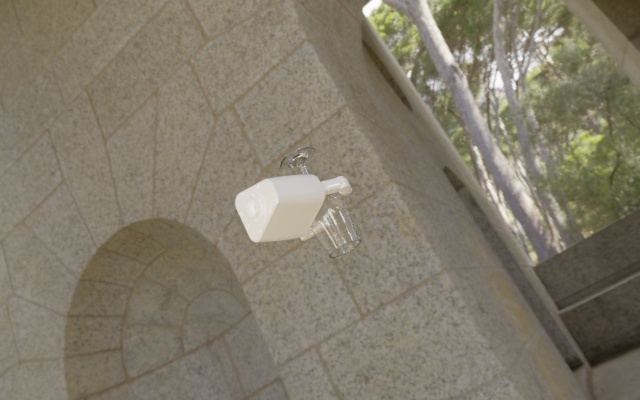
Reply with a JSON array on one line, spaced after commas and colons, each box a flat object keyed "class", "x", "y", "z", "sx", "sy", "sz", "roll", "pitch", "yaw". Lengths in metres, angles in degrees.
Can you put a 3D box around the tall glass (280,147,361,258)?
[{"class": "tall glass", "x": 0.000, "y": 0.002, "z": 0.873, "sx": 0.079, "sy": 0.201, "sz": 0.079, "roll": -24, "pitch": -21, "yaw": -10}]
